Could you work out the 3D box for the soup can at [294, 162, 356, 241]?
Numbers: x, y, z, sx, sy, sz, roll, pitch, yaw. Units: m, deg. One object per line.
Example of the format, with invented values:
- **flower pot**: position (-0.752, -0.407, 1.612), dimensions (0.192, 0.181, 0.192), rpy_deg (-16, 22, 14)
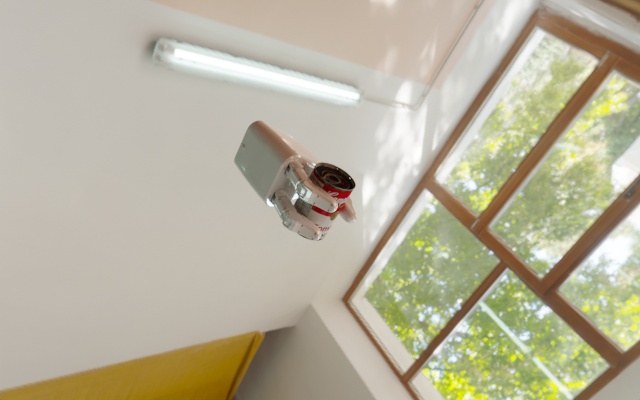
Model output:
- **soup can**: position (0.000, 0.003, 0.728), dimensions (0.068, 0.102, 0.068), rpy_deg (23, 28, -13)
